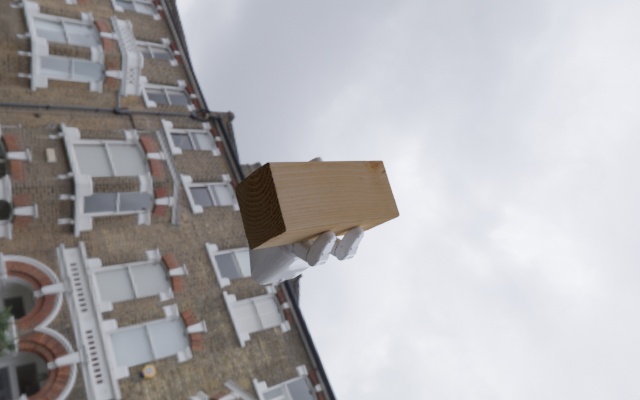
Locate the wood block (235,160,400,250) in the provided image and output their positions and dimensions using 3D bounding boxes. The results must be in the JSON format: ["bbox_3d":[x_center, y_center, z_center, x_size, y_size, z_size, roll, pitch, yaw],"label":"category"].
[{"bbox_3d":[0.000,0.002,0.662,0.206,0.090,0.090,-5,-17,-41],"label":"wood block"}]
